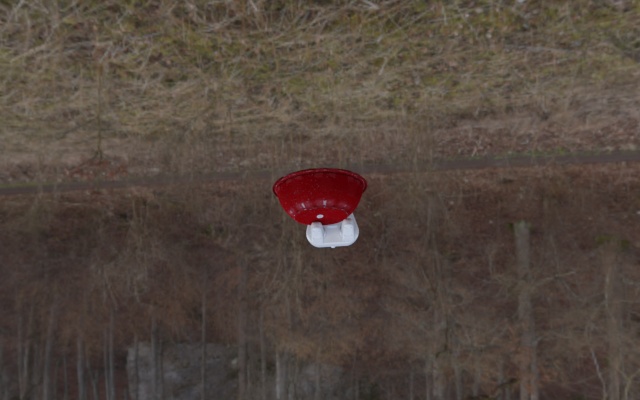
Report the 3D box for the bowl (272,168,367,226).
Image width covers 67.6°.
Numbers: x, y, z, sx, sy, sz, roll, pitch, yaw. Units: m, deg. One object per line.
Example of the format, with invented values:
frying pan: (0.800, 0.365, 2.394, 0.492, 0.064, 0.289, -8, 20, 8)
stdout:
bowl: (0.000, 0.003, 0.803, 0.162, 0.055, 0.162, -2, -22, -1)
